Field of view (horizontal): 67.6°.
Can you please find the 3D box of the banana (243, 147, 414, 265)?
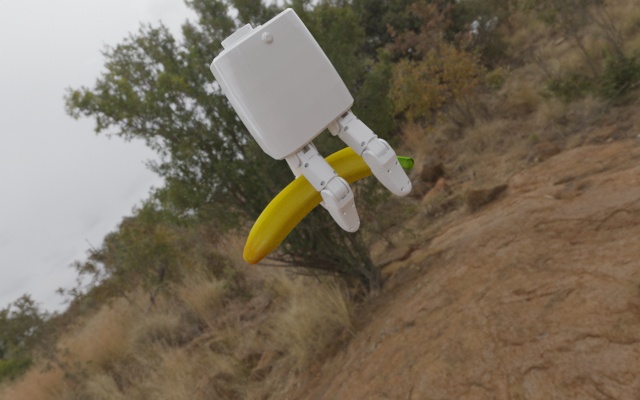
[{"bbox_3d":[-0.003,-0.008,0.499,0.198,0.037,0.069,-33,31,-3],"label":"banana"}]
